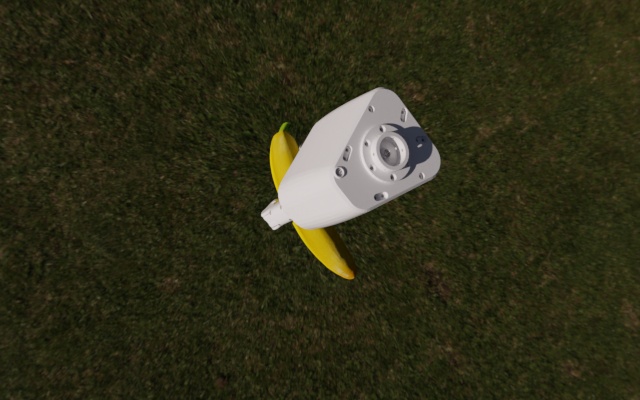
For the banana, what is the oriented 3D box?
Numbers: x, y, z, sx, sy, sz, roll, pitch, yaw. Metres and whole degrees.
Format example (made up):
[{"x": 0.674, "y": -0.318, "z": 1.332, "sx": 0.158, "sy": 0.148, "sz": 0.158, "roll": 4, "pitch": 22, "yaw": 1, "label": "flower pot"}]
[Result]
[{"x": -0.012, "y": 0.002, "z": 0.528, "sx": 0.037, "sy": 0.198, "sz": 0.069, "roll": -24, "pitch": -2, "yaw": 37, "label": "banana"}]
